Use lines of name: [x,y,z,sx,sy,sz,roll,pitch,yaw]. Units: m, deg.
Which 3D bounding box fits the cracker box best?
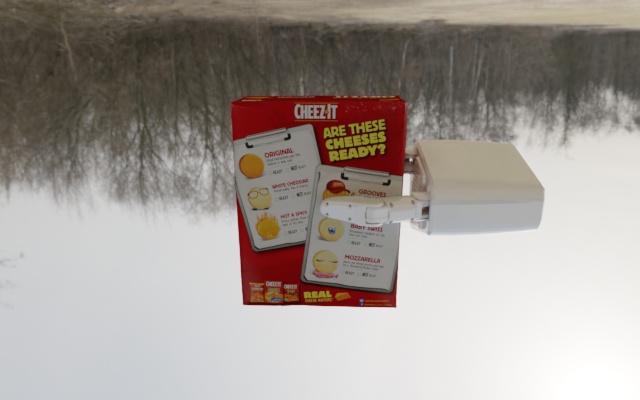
cracker box: [0.000,0.002,0.493,0.164,0.214,0.072,0,18,2]
